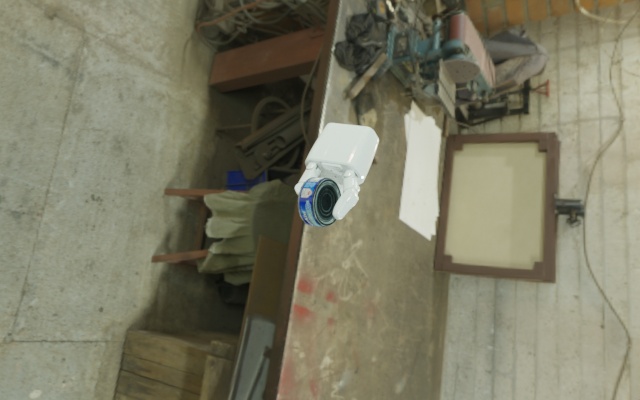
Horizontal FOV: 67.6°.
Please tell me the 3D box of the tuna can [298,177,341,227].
[{"bbox_3d":[0.001,0.003,0.825,0.034,0.086,0.086,3,2,37],"label":"tuna can"}]
